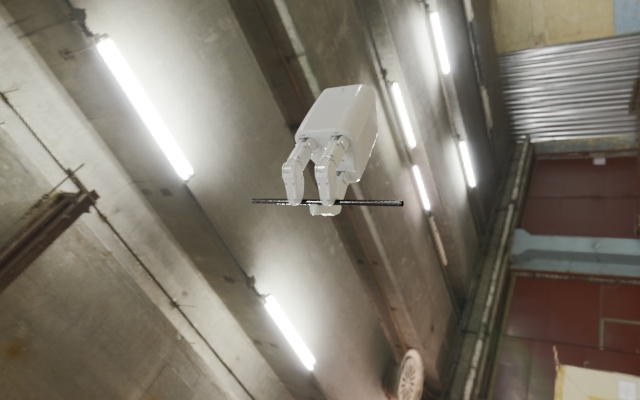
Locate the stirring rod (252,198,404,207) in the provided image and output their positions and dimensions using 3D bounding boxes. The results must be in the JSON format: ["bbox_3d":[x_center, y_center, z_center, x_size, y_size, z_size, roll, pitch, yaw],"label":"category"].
[{"bbox_3d":[0.000,0.002,0.653,0.239,0.011,0.011,1,0,33],"label":"stirring rod"}]
